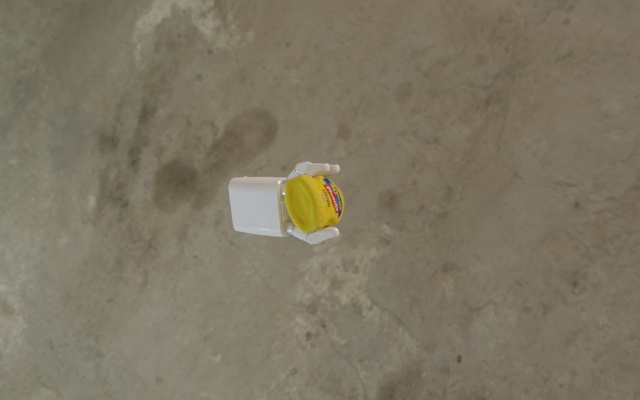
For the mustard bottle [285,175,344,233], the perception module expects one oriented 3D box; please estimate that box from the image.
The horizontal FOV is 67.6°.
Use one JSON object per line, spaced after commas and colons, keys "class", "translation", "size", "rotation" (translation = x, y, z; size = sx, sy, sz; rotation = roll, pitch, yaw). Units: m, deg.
{"class": "mustard bottle", "translation": [0.000, 0.003, 0.876], "size": [0.058, 0.096, 0.191], "rotation": [-22, -5, 19]}
